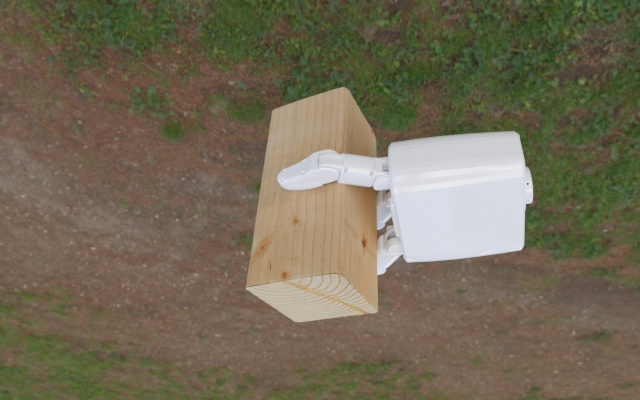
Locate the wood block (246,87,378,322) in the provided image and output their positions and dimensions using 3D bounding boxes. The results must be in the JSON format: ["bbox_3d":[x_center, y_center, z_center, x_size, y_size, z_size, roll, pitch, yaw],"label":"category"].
[{"bbox_3d":[0.000,0.001,0.472,0.090,0.206,0.091,-13,-37,23],"label":"wood block"}]
